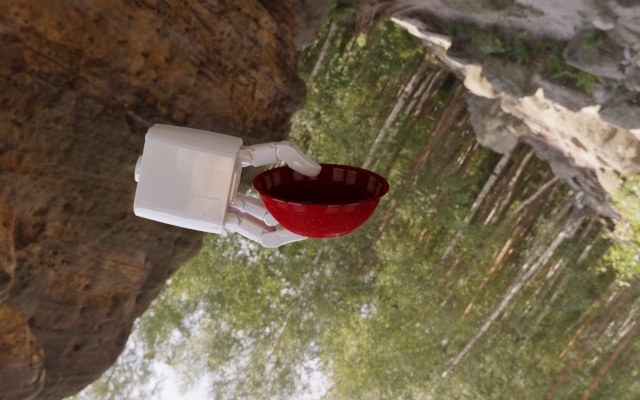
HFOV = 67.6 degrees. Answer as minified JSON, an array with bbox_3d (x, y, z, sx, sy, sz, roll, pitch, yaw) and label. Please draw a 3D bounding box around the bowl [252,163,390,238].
[{"bbox_3d":[0.001,0.002,0.573,0.162,0.055,0.162,1,20,0],"label":"bowl"}]
